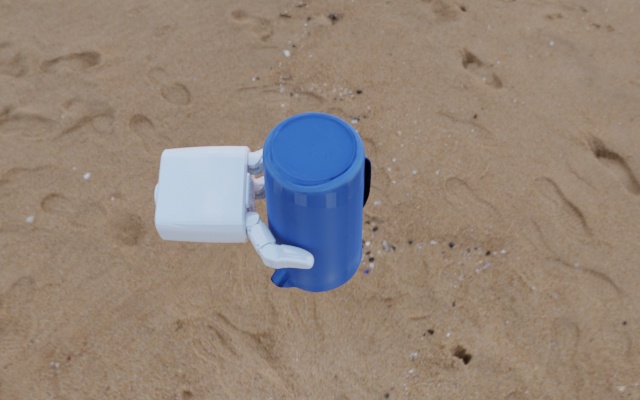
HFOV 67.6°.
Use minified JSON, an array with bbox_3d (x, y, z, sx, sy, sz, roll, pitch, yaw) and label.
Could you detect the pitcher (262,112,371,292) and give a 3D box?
[{"bbox_3d":[0.000,0.002,0.597,0.145,0.149,0.243,-1,-32,-1],"label":"pitcher"}]
